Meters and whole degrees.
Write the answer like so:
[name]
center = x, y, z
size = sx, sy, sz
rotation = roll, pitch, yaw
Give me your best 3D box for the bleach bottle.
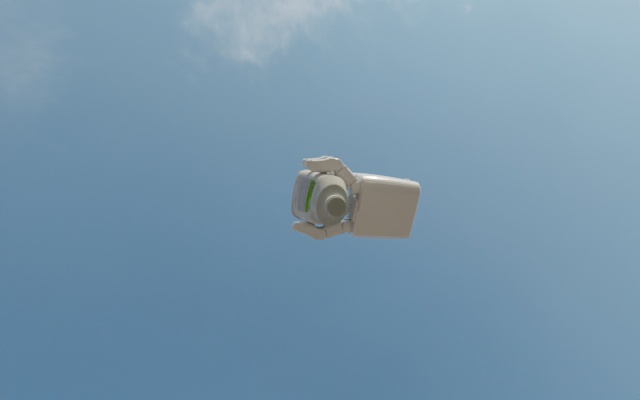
[bleach bottle]
center = 0.000, 0.003, 0.811
size = 0.068, 0.102, 0.251
rotation = 6, 6, -11
